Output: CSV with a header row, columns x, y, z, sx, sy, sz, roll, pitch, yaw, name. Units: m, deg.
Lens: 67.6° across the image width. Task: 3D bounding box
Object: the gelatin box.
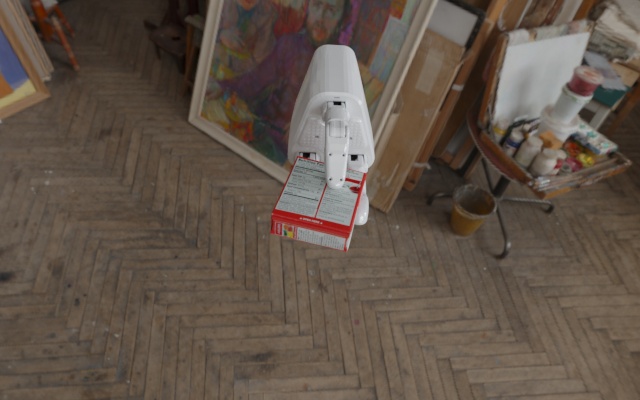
x,y,z,sx,sy,sz,roll,pitch,yaw,name
0.000,0.001,0.454,0.073,0.030,0.089,13,44,6,gelatin box
